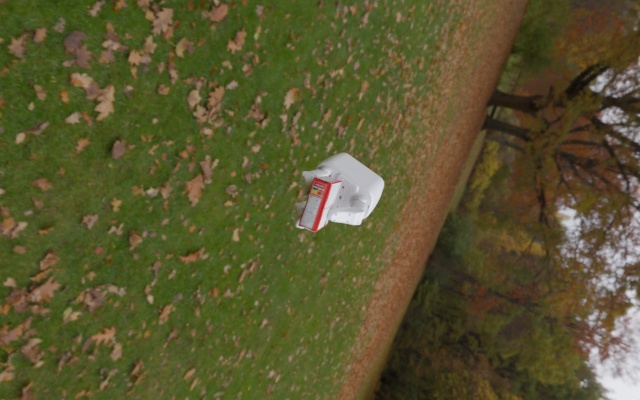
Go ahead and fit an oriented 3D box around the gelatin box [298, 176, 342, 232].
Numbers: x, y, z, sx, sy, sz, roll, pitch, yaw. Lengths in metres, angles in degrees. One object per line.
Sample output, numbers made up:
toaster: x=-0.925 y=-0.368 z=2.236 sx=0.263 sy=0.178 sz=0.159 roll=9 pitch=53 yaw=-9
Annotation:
gelatin box: x=0.000 y=0.002 z=0.700 sx=0.030 sy=0.073 sz=0.089 roll=20 pitch=9 yaw=9
